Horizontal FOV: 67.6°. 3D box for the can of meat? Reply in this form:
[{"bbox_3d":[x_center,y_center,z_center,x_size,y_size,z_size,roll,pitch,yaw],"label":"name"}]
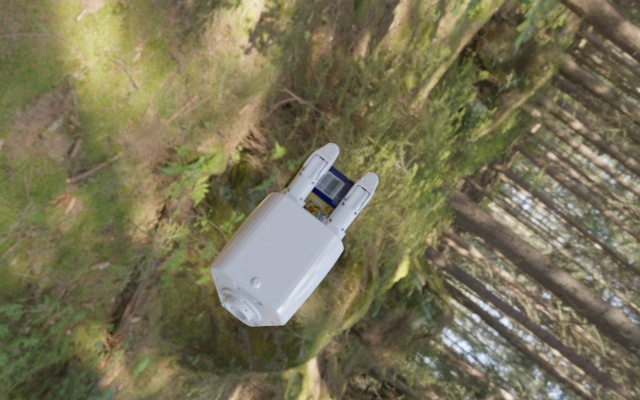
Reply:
[{"bbox_3d":[0.000,0.002,0.565,0.084,0.057,0.102,38,-33,2],"label":"can of meat"}]
